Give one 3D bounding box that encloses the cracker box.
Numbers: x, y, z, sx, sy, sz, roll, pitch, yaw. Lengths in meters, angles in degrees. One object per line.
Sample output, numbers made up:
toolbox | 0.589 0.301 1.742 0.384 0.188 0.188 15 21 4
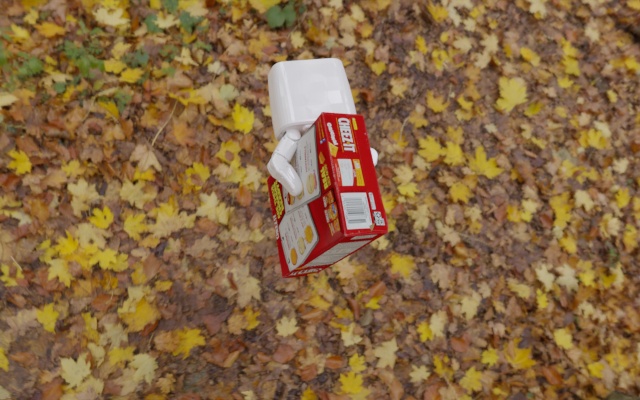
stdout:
cracker box | 0.000 0.002 0.665 0.072 0.164 0.214 -1 -21 -26
